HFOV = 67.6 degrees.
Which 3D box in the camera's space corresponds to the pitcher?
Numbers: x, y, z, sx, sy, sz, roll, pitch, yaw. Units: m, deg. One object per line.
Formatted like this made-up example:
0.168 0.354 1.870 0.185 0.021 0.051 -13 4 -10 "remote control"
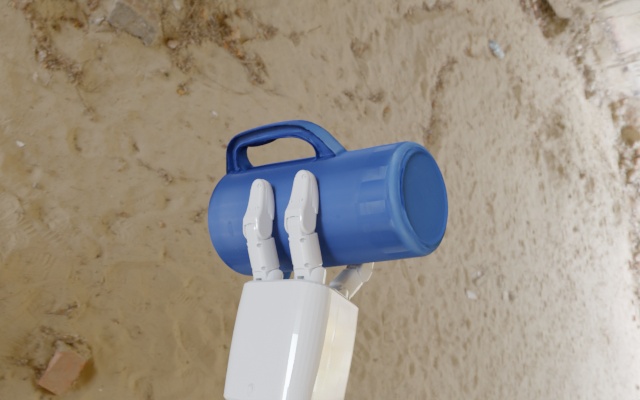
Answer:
0.000 0.002 0.507 0.243 0.145 0.149 -9 -31 39 "pitcher"
